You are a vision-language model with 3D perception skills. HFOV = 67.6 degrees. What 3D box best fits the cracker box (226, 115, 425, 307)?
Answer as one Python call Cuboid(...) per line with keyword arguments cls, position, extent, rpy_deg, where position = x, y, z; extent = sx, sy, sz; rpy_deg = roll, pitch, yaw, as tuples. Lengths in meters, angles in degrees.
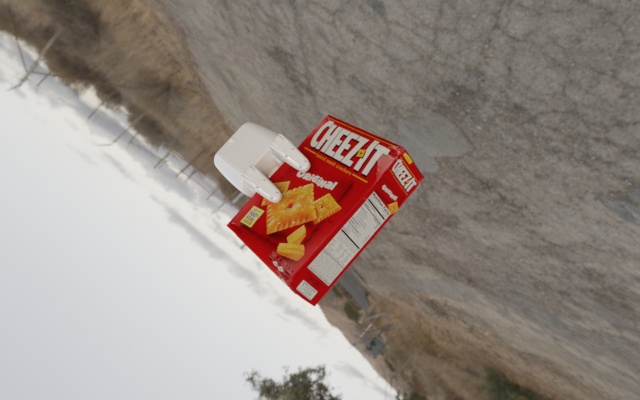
Cuboid(cls="cracker box", position=(0.000, 0.002, 0.622), extent=(0.164, 0.213, 0.072), rpy_deg=(34, -9, 47))
